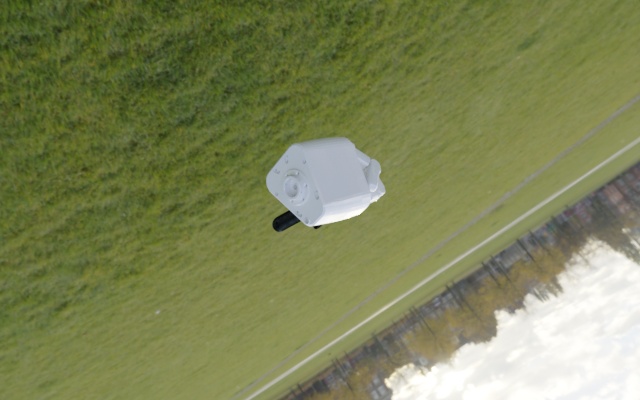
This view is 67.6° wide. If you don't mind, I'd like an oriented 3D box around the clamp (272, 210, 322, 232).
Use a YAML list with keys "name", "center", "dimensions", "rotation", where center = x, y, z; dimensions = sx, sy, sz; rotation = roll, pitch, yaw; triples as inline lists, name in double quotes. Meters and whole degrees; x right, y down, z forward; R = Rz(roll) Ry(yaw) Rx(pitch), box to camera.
- name: "clamp"
  center: [0.001, 0.003, 0.782]
  dimensions: [0.120, 0.039, 0.171]
  rotation: [-15, -25, -49]
